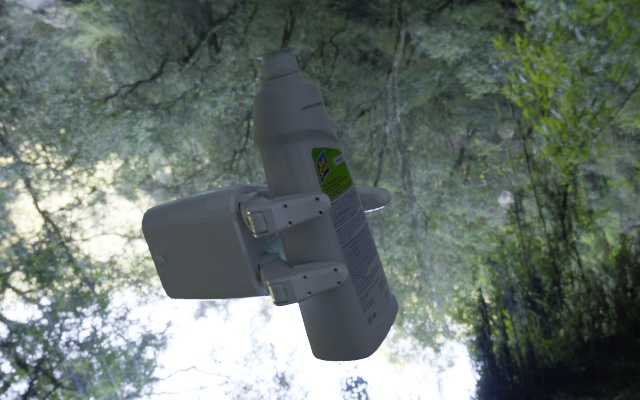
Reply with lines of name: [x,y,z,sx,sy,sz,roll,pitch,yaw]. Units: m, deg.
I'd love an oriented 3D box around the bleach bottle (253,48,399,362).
bleach bottle: [0.000,0.001,0.403,0.068,0.251,0.102,-10,13,25]
